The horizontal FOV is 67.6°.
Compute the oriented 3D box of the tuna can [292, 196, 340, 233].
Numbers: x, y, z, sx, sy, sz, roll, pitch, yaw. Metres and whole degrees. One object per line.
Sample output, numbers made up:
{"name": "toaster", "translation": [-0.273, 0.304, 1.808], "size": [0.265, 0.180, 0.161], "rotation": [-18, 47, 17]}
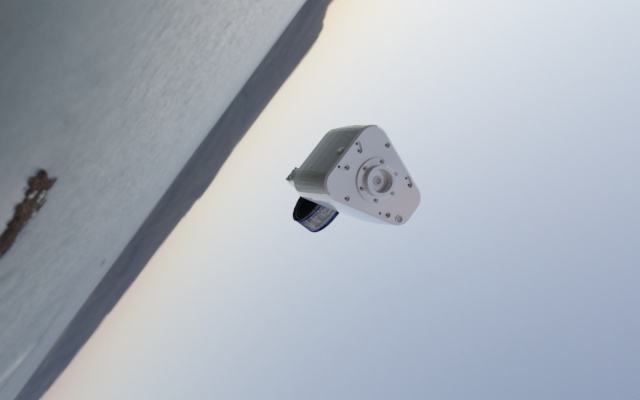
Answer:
{"name": "tuna can", "translation": [0.001, 0.003, 0.673], "size": [0.034, 0.086, 0.086], "rotation": [37, -15, -20]}
